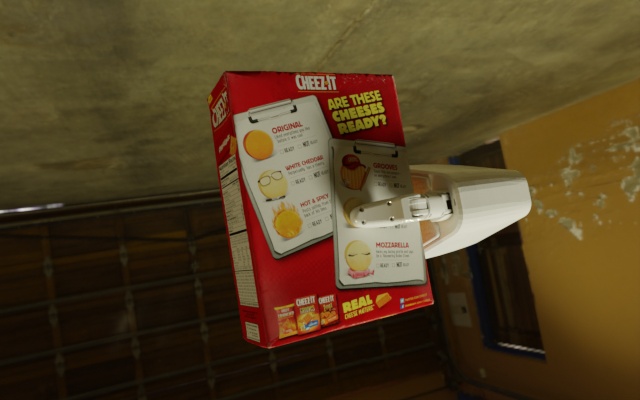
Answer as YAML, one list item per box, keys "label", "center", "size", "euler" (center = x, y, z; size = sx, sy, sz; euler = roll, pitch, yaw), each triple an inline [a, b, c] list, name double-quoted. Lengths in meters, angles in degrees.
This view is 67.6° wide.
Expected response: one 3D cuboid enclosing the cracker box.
- label: "cracker box"
  center: [0.000, 0.002, 0.420]
  size: [0.164, 0.213, 0.072]
  euler: [-7, -6, -29]
